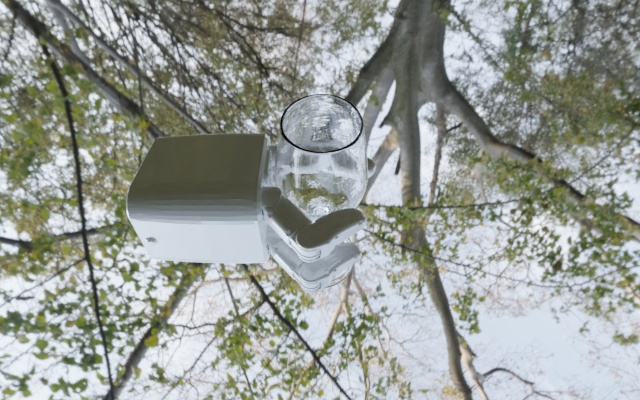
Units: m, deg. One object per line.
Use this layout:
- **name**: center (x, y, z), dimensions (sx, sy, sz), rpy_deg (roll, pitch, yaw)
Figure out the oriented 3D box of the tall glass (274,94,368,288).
- **tall glass**: center (0.000, 0.002, 0.429), dimensions (0.079, 0.079, 0.201), rpy_deg (0, -36, -1)
